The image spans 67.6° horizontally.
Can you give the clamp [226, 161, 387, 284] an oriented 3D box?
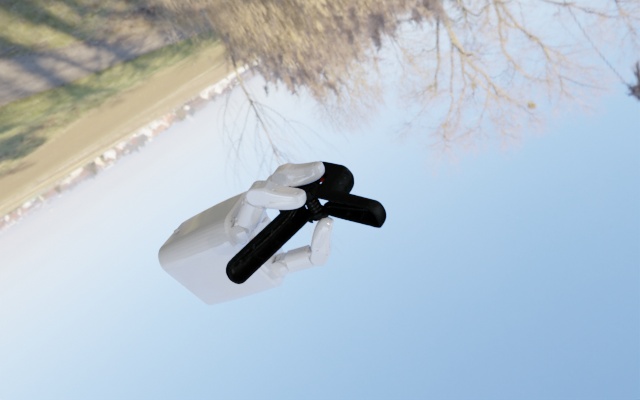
[{"bbox_3d":[0.000,0.002,0.515,0.164,0.036,0.210,-20,21,22],"label":"clamp"}]
